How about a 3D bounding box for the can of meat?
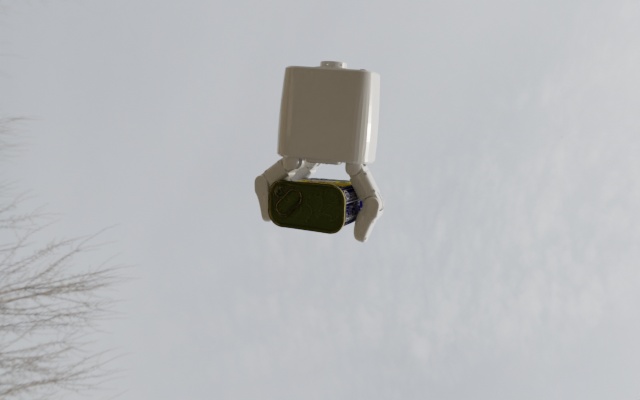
[{"bbox_3d":[0.000,0.002,0.592,0.102,0.057,0.084,6,10,26],"label":"can of meat"}]
